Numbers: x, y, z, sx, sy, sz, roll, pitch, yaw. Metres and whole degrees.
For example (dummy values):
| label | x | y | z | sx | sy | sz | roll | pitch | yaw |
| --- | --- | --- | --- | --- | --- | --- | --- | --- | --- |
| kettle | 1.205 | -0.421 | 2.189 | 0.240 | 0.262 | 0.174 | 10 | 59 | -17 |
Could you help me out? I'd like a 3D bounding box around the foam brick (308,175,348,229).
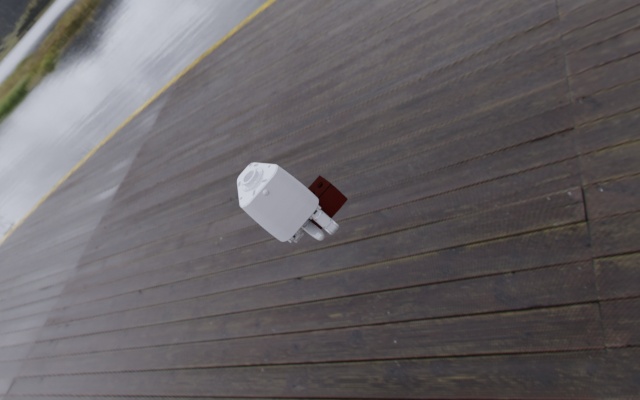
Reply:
| label | x | y | z | sx | sy | sz | roll | pitch | yaw |
| --- | --- | --- | --- | --- | --- | --- | --- | --- | --- |
| foam brick | 0.000 | 0.003 | 0.877 | 0.051 | 0.078 | 0.053 | 42 | -1 | -31 |
